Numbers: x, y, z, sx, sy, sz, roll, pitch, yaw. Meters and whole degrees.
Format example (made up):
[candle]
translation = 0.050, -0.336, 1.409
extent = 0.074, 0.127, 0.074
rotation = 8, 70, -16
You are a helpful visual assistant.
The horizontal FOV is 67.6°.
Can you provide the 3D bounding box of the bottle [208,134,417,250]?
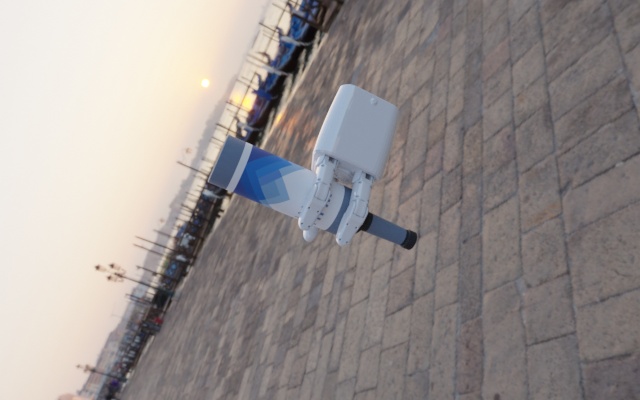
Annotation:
[bottle]
translation = 0.000, 0.002, 0.645
extent = 0.296, 0.069, 0.069
rotation = 23, -6, -15
